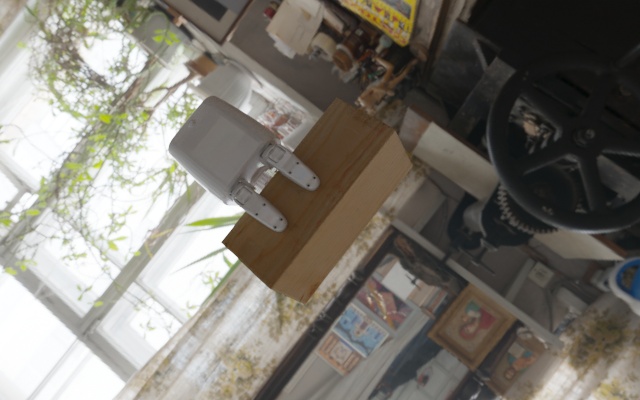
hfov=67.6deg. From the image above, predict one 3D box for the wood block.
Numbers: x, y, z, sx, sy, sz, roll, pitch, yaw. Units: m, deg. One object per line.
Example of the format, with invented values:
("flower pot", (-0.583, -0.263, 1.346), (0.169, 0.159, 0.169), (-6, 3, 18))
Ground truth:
("wood block", (0.000, 0.002, 0.541), (0.090, 0.206, 0.091), (36, -4, 31))
